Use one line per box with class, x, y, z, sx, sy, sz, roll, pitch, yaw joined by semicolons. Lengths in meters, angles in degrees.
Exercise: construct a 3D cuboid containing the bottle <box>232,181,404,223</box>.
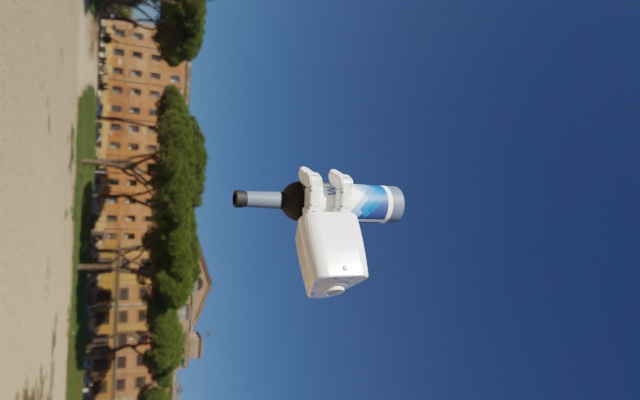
bottle;0.000;0.003;0.800;0.296;0.069;0.069;2;-1;-26
